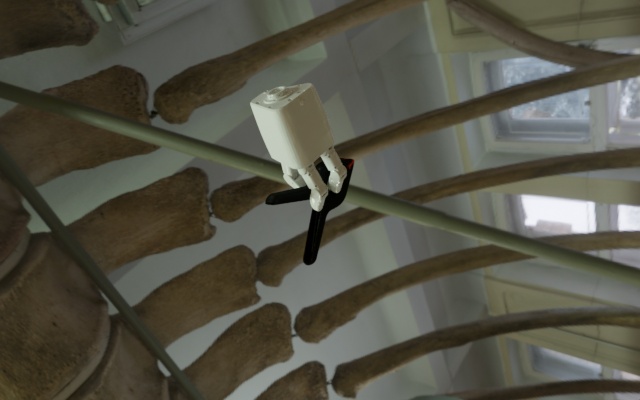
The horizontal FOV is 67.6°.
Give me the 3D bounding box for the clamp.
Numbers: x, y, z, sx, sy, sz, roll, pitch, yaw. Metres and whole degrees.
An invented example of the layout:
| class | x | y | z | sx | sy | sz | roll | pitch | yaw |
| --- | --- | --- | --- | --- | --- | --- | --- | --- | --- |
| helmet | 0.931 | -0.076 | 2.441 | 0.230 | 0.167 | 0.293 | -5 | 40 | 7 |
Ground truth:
| class | x | y | z | sx | sy | sz | roll | pitch | yaw |
| --- | --- | --- | --- | --- | --- | --- | --- | --- | --- |
| clamp | 0.000 | 0.002 | 0.866 | 0.036 | 0.165 | 0.210 | 10 | 43 | 41 |
